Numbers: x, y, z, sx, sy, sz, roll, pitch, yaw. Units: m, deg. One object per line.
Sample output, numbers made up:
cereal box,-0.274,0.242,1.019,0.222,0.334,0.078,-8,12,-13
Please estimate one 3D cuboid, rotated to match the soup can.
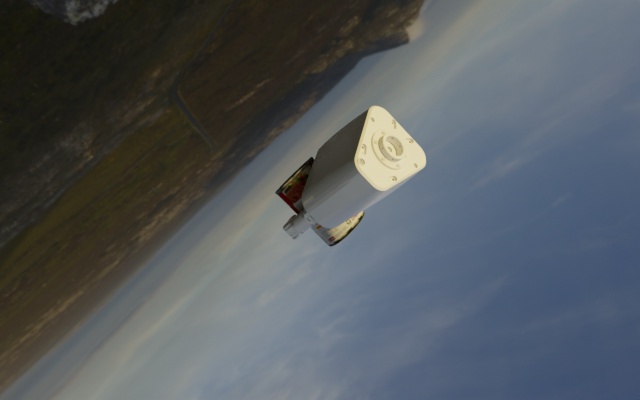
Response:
soup can,0.000,0.003,0.627,0.068,0.102,0.068,-44,7,7
